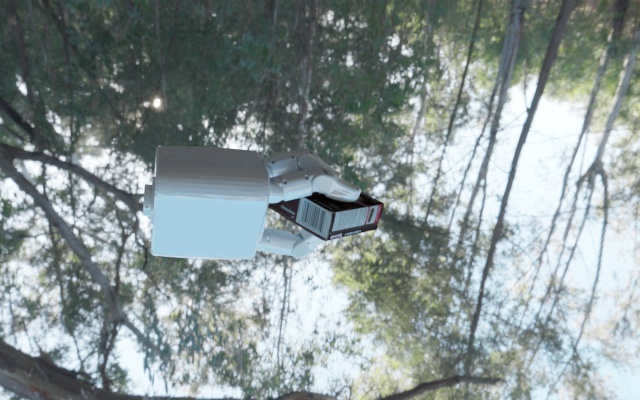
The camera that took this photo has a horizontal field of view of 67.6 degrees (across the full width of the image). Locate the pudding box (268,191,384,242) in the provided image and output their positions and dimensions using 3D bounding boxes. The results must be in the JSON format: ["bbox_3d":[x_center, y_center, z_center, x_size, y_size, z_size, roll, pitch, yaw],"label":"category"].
[{"bbox_3d":[0.000,0.002,0.541,0.113,0.039,0.090,30,26,36],"label":"pudding box"}]
